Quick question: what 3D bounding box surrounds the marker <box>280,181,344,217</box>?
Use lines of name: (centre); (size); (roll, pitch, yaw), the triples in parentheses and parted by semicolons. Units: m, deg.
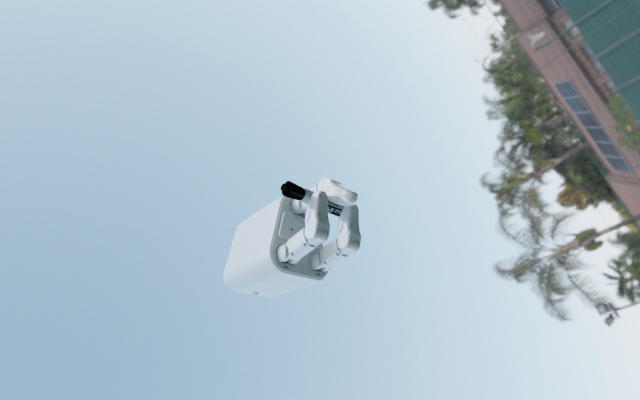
marker: (0.000, 0.002, 0.578); (0.121, 0.020, 0.020); (21, -14, -41)
